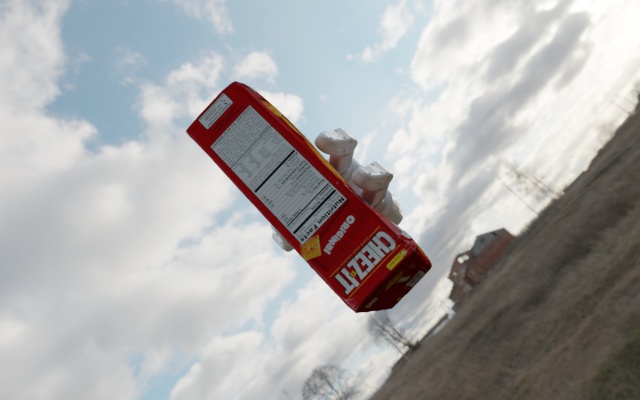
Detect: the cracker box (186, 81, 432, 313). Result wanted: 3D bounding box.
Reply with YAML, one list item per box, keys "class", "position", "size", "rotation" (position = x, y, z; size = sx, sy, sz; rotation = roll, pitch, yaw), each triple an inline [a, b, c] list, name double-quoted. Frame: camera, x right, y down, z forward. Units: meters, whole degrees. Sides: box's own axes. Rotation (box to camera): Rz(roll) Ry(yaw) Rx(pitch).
- class: "cracker box"
  position: [0.000, 0.001, 0.443]
  size: [0.213, 0.072, 0.164]
  rotation: [44, 4, 20]
